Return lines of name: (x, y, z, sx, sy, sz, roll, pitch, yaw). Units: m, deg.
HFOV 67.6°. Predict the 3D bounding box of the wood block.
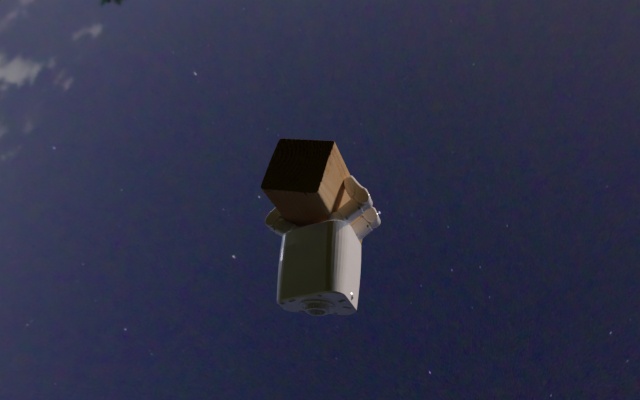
wood block: (0.000, 0.003, 0.740, 0.091, 0.090, 0.206, 5, -29, 24)
